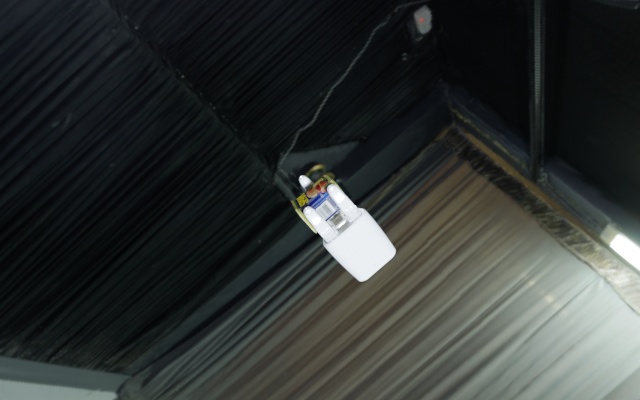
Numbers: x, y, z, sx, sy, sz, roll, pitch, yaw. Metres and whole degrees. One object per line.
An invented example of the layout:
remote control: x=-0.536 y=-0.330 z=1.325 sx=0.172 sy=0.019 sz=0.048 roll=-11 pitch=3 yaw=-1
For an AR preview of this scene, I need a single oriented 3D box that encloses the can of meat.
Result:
can of meat: x=0.000 y=0.003 z=0.864 sx=0.084 sy=0.057 sz=0.102 roll=-41 pitch=15 yaw=1
